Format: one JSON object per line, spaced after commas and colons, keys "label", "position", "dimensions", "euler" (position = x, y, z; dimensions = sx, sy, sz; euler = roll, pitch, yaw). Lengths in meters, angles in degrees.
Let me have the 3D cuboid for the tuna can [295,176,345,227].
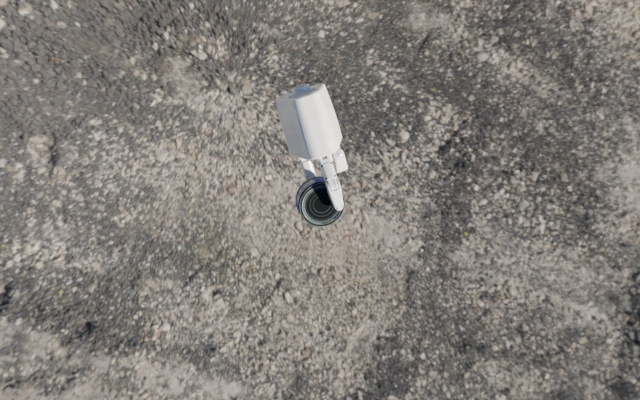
{"label": "tuna can", "position": [0.000, 0.003, 0.848], "dimensions": [0.086, 0.086, 0.033], "euler": [0, 19, -13]}
